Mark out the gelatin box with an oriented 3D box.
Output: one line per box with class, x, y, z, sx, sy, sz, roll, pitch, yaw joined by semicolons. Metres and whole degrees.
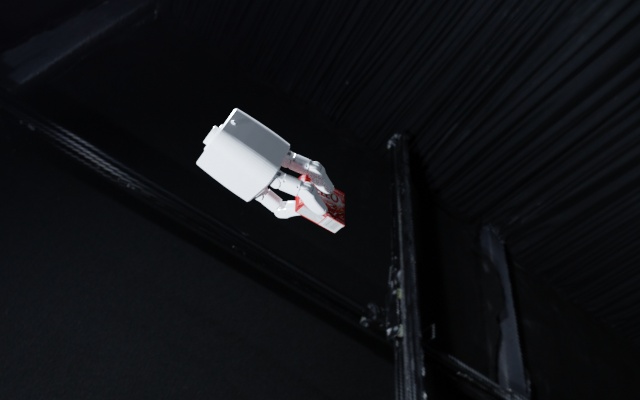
gelatin box;0.000;0.003;0.799;0.089;0.073;0.030;30;-49;-27
